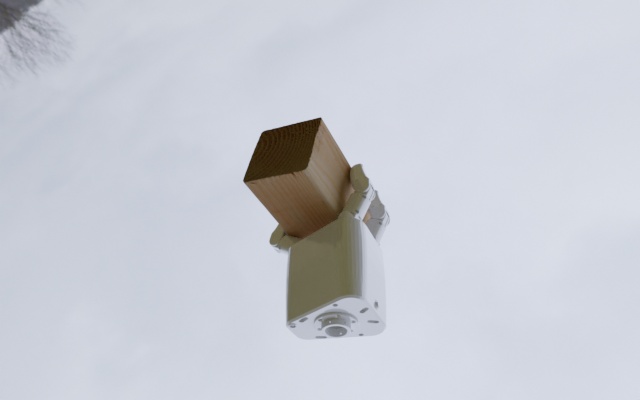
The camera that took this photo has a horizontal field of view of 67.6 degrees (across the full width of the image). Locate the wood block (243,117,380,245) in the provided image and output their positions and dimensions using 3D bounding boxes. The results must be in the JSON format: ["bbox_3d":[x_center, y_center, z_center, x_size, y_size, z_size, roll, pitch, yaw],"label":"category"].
[{"bbox_3d":[0.000,0.002,0.629,0.091,0.090,0.206,-9,-43,27],"label":"wood block"}]
